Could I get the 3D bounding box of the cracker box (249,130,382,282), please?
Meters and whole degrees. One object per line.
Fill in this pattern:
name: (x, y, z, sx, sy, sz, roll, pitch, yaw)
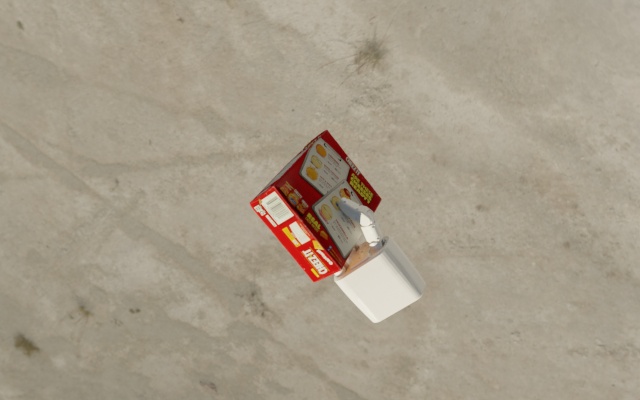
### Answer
cracker box: (0.000, 0.003, 0.787, 0.072, 0.164, 0.213, -31, 14, 36)
